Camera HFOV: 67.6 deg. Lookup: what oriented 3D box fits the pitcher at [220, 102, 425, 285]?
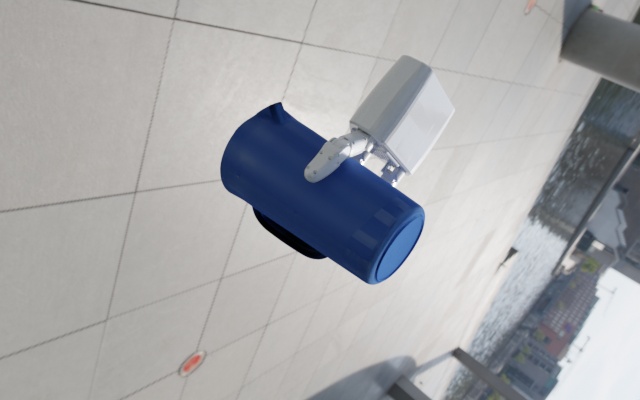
[{"bbox_3d":[0.000,0.002,0.596,0.242,0.145,0.149,35,-4,27],"label":"pitcher"}]
